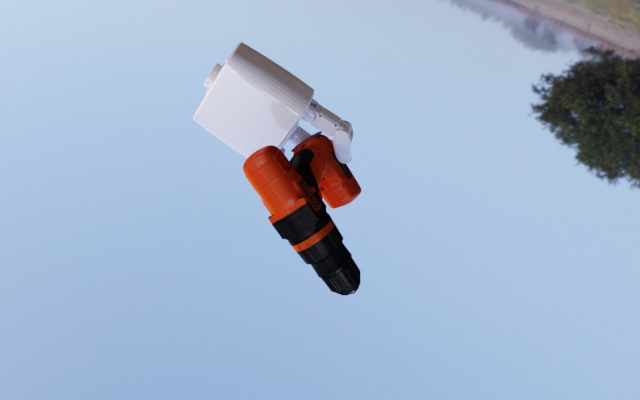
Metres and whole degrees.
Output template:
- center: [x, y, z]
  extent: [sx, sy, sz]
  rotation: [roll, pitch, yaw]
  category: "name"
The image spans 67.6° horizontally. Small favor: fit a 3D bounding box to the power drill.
- center: [0.000, 0.002, 0.569]
  extent: [0.057, 0.184, 0.187]
  rotation: [-30, 10, 20]
  category: "power drill"
